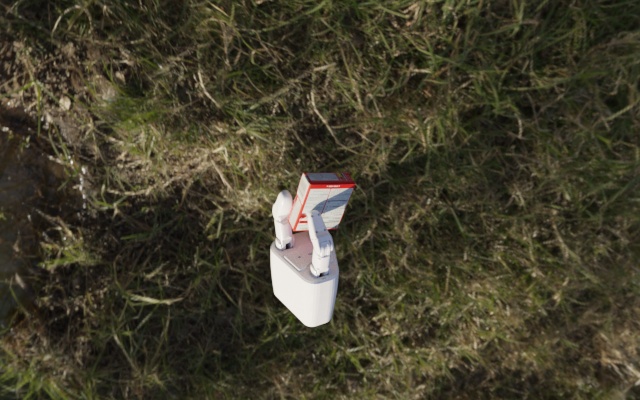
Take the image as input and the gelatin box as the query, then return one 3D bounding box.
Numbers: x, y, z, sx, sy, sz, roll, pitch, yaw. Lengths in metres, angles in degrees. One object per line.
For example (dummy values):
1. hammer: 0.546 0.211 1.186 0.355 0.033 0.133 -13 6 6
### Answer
1. gelatin box: 0.000 0.002 0.676 0.073 0.089 0.030 -2 41 -28
